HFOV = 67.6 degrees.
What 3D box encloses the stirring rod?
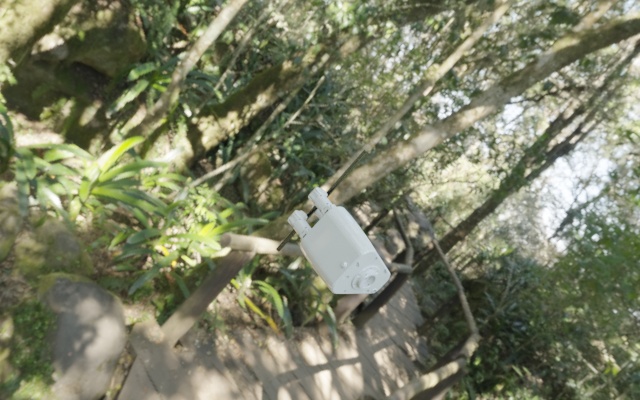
[{"bbox_3d":[0.000,0.003,0.849,0.011,0.239,0.011,40,12,-10],"label":"stirring rod"}]
